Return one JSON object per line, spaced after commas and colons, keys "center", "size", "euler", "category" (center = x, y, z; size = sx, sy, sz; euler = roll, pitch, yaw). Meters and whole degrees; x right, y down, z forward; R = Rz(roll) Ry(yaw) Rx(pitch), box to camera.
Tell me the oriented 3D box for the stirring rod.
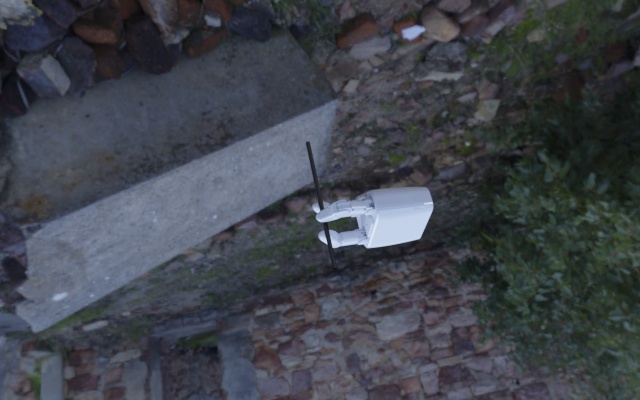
{"center": [0.000, 0.003, 0.824], "size": [0.011, 0.239, 0.011], "euler": [-10, -23, -4], "category": "stirring rod"}
